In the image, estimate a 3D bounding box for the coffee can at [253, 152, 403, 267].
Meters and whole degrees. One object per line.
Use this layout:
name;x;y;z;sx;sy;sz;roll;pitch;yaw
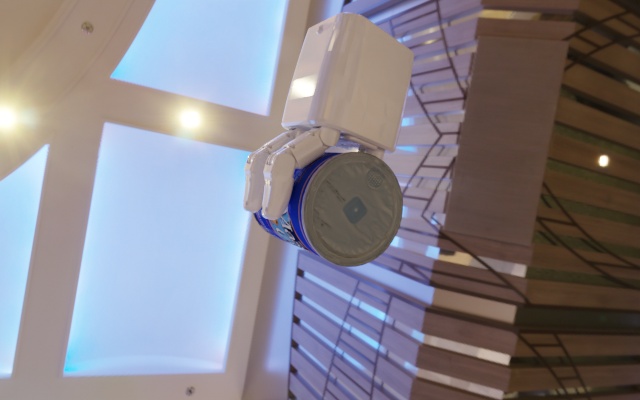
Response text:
coffee can;0.000;0.002;0.482;0.103;0.103;0.140;0;6;-27
